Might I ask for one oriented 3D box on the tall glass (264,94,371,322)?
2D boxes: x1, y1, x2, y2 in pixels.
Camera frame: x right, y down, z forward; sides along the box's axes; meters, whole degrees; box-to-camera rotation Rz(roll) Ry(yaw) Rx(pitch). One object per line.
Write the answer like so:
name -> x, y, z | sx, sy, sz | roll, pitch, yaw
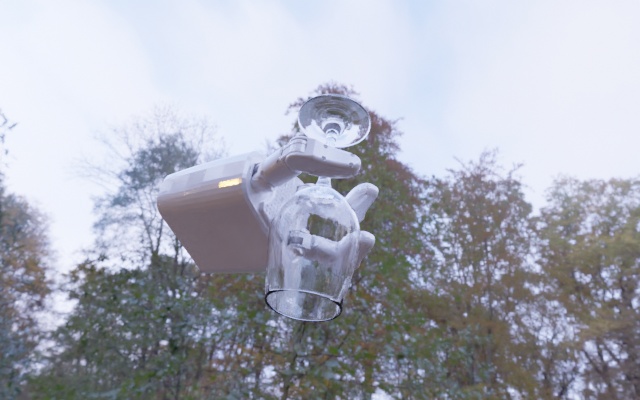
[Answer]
tall glass -> 0.000, 0.001, 0.426 | 0.079, 0.201, 0.079 | 6, -35, 4
